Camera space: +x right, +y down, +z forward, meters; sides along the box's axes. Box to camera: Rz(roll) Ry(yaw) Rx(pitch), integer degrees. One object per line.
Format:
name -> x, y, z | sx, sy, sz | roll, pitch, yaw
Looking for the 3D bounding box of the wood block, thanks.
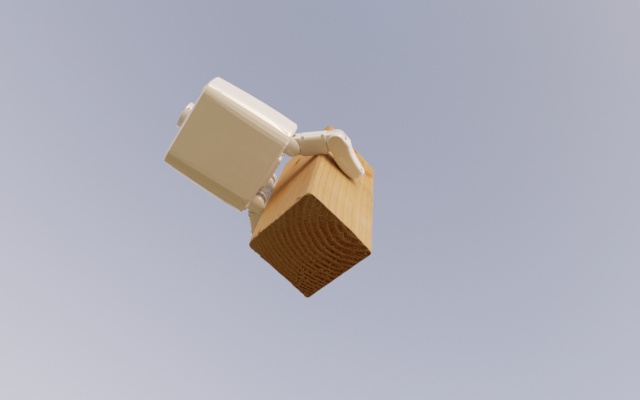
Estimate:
wood block -> 0.000, 0.001, 0.556 | 0.091, 0.090, 0.206 | -39, 16, 23
